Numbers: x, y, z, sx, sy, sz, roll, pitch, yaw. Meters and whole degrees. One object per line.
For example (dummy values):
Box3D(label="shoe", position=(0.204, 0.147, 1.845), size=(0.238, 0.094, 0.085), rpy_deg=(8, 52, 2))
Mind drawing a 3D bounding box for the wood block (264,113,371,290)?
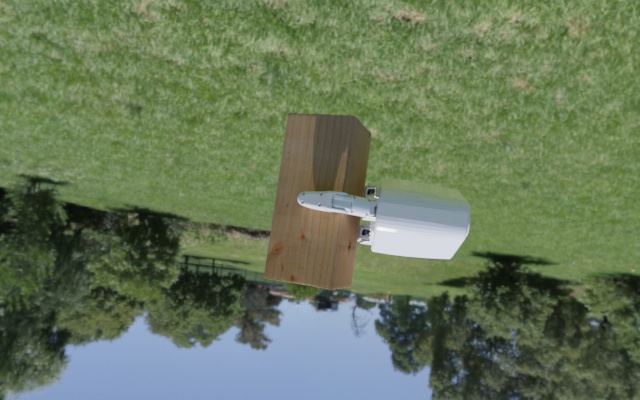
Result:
Box3D(label="wood block", position=(0.000, 0.002, 0.610), size=(0.090, 0.206, 0.091), rpy_deg=(6, -6, 20))
